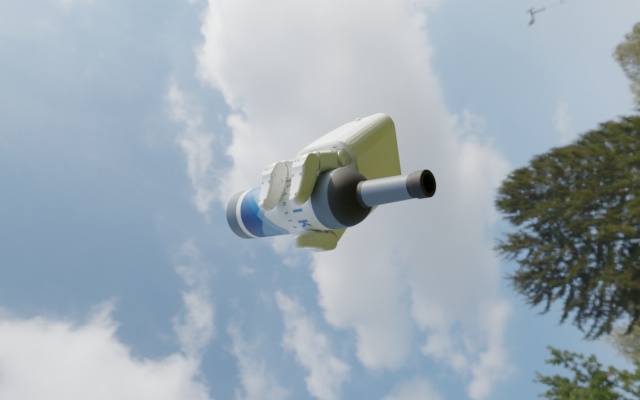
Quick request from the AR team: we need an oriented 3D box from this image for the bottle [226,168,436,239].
[{"bbox_3d":[0.000,0.002,0.555,0.069,0.069,0.296,0,-7,-45],"label":"bottle"}]
